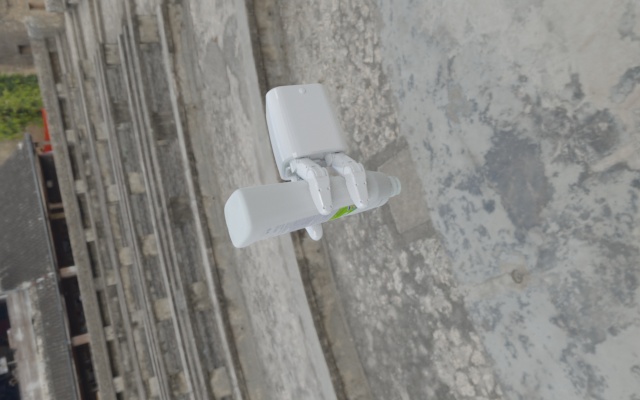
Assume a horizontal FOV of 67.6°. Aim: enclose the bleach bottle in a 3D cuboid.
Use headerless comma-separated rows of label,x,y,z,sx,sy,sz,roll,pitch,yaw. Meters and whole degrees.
bleach bottle,0.000,0.002,0.673,0.251,0.068,0.102,-11,-13,-27
